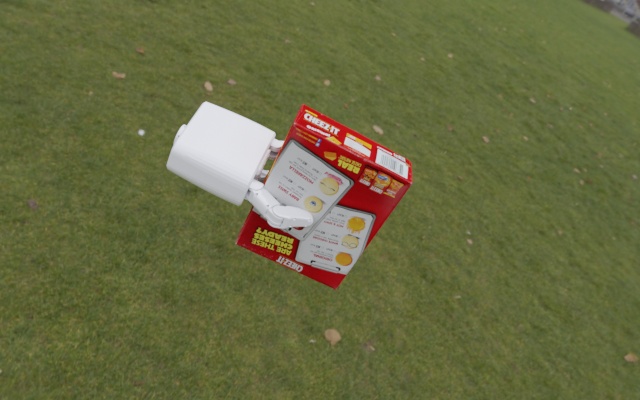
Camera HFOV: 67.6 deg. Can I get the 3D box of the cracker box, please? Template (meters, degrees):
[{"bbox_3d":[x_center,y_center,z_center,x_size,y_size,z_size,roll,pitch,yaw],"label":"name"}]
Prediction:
[{"bbox_3d":[0.000,0.002,0.651,0.164,0.214,0.072,26,34,-7],"label":"cracker box"}]
